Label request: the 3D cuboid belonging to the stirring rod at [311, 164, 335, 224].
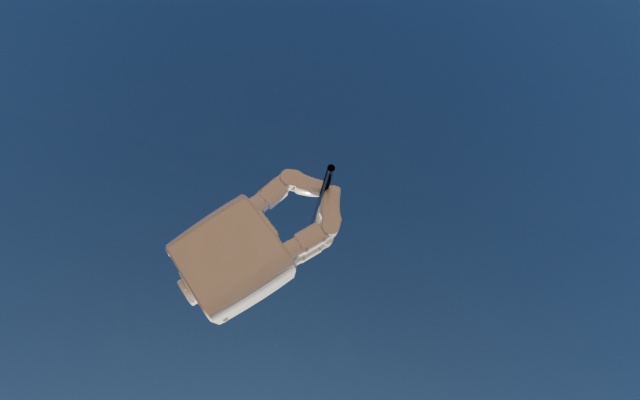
[{"bbox_3d":[0.000,0.002,0.595,0.011,0.011,0.240,0,-17,-5],"label":"stirring rod"}]
